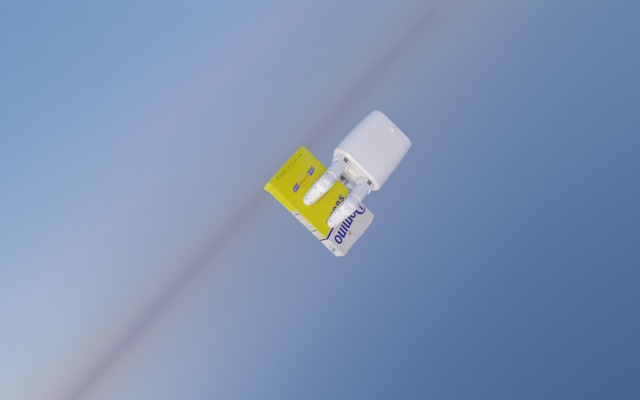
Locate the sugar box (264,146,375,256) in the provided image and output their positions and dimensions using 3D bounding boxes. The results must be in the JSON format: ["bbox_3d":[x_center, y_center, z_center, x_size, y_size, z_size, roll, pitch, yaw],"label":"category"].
[{"bbox_3d":[0.000,0.002,0.808,0.176,0.093,0.048,42,-18,-6],"label":"sugar box"}]
